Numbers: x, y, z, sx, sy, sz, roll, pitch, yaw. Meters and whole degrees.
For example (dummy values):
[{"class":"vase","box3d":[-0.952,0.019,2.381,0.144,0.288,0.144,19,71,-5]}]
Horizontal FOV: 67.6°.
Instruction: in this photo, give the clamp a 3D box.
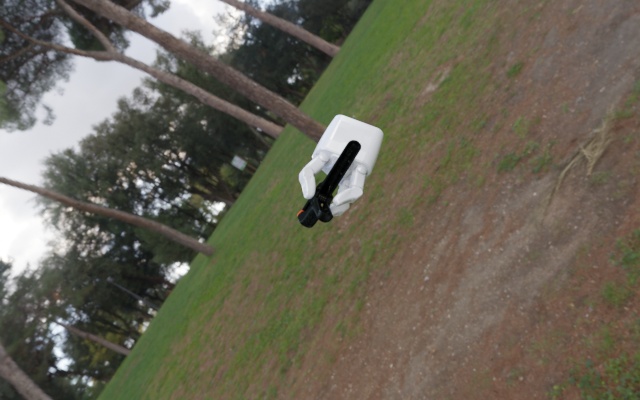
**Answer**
[{"class":"clamp","box3d":[-0.001,0.002,0.859,0.036,0.164,0.210,29,-36,-8]}]
